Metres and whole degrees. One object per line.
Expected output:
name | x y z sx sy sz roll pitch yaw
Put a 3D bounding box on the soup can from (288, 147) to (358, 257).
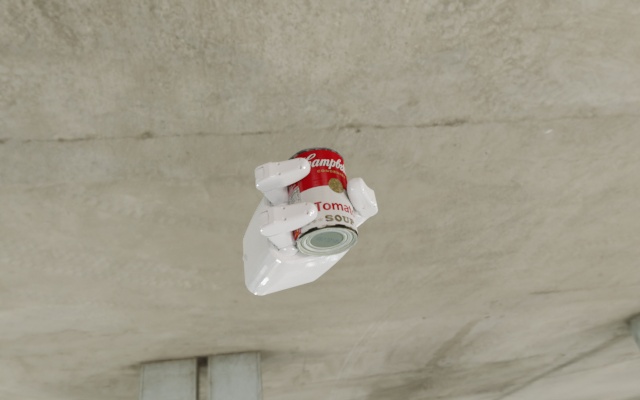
soup can | 0.000 0.002 0.522 0.068 0.102 0.068 -7 -32 -4
